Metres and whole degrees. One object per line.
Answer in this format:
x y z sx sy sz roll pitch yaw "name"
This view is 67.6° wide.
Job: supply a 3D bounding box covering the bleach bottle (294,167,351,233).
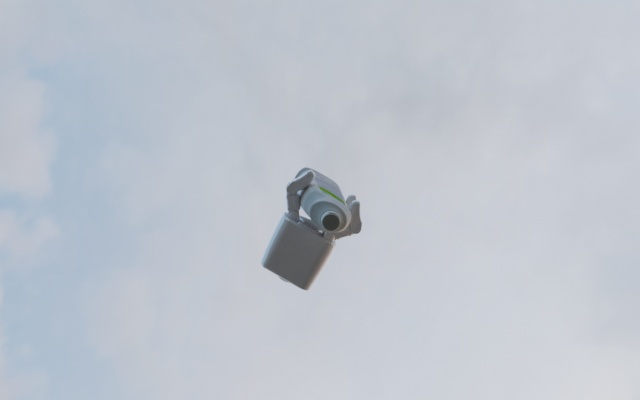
0.000 0.003 0.879 0.102 0.068 0.250 27 10 -10 "bleach bottle"
